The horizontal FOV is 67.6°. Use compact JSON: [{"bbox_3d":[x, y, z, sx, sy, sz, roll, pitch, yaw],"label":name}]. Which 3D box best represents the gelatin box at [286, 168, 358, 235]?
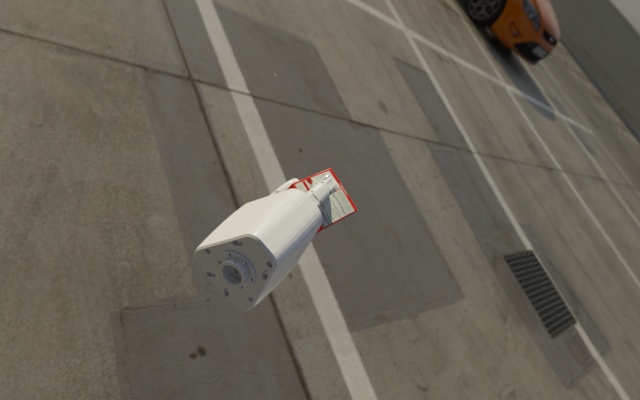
[{"bbox_3d":[0.001,0.002,0.657,0.089,0.073,0.030,-25,-10,-48],"label":"gelatin box"}]
